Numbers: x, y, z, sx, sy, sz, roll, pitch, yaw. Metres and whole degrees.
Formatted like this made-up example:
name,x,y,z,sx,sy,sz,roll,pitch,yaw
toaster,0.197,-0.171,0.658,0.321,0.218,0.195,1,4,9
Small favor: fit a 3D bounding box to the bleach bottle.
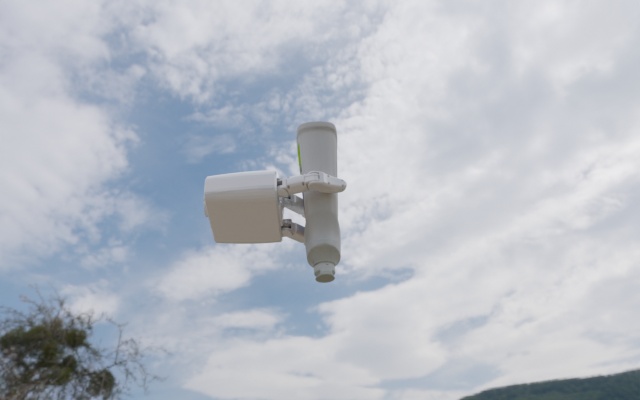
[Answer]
name,x,y,z,sx,sy,sz,roll,pitch,yaw
bleach bottle,0.000,0.002,0.738,0.068,0.250,0.103,-3,-34,-1
